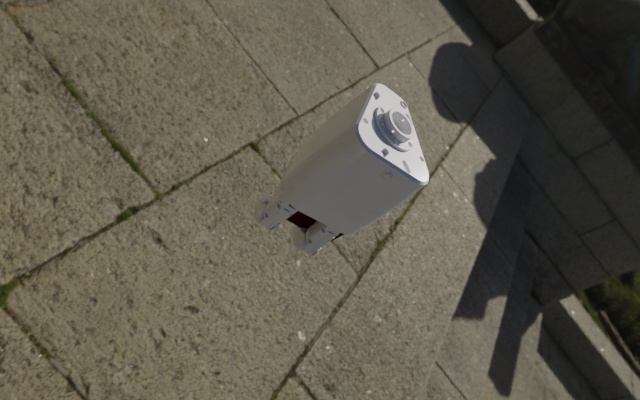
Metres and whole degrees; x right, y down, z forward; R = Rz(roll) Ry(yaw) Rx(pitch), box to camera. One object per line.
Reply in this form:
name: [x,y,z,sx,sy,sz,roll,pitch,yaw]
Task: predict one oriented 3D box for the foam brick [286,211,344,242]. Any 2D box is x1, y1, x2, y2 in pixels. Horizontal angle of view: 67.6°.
foam brick: [0.000,0.002,0.531,0.078,0.053,0.051,28,-42,-28]
